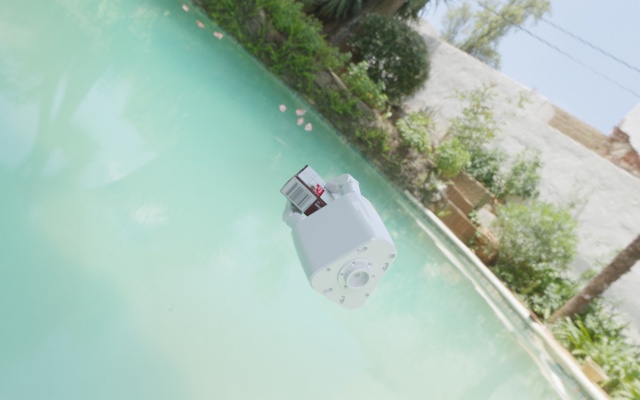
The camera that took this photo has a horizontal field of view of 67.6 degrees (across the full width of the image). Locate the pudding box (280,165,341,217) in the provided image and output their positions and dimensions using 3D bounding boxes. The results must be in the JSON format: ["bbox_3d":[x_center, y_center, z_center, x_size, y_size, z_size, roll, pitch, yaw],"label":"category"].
[{"bbox_3d":[0.000,0.002,0.720,0.039,0.113,0.090,-44,3,16],"label":"pudding box"}]
